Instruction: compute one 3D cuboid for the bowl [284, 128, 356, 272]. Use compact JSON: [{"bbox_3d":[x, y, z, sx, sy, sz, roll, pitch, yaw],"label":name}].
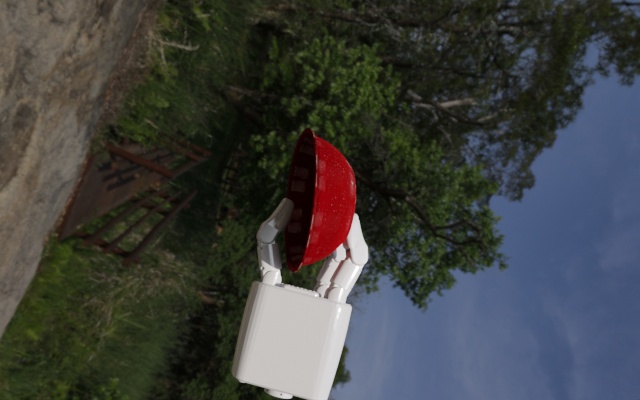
[{"bbox_3d":[0.001,0.000,0.540,0.055,0.162,0.162,5,-1,-14],"label":"bowl"}]
